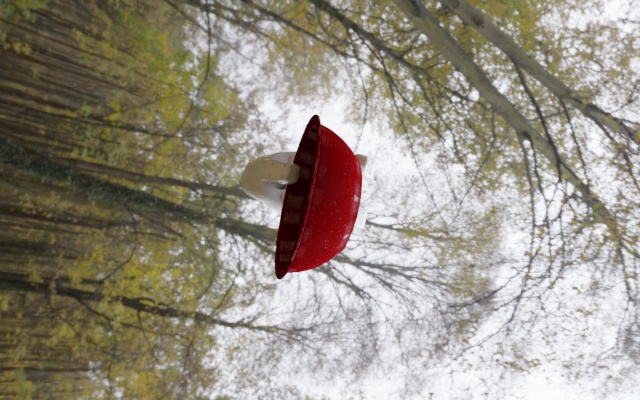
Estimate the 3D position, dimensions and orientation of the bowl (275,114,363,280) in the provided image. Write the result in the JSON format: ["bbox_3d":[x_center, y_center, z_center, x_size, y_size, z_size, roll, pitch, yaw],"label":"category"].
[{"bbox_3d":[0.001,0.002,0.463,0.055,0.162,0.162,13,-2,-10],"label":"bowl"}]
